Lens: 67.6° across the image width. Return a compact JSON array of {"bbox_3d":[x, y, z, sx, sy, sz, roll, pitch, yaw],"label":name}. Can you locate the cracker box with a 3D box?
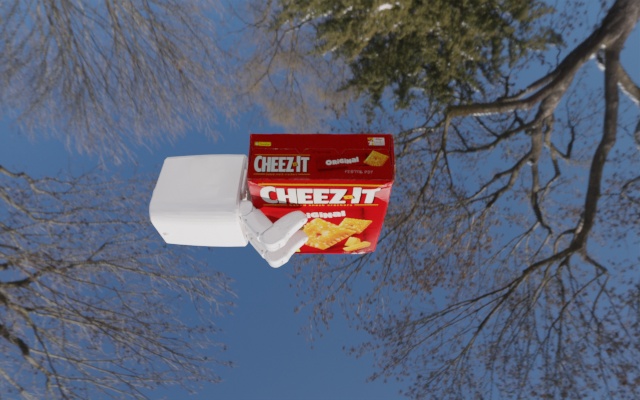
[{"bbox_3d":[0.000,0.002,0.618,0.164,0.072,0.214,0,-27,0],"label":"cracker box"}]
